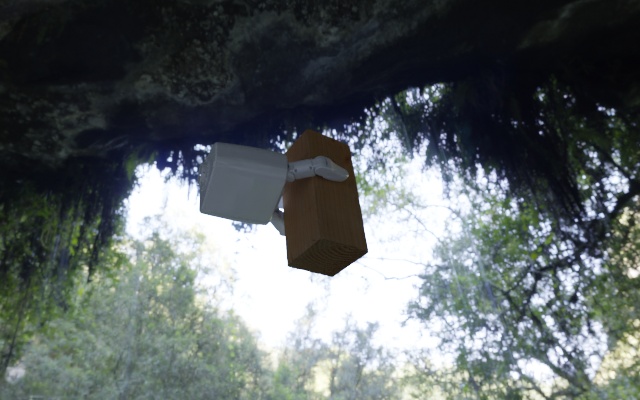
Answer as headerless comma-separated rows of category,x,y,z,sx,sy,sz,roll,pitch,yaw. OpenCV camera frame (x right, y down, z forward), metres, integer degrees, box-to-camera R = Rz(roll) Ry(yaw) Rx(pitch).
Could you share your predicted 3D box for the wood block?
wood block,0.000,0.002,0.749,0.090,0.206,0.091,19,-42,-32
